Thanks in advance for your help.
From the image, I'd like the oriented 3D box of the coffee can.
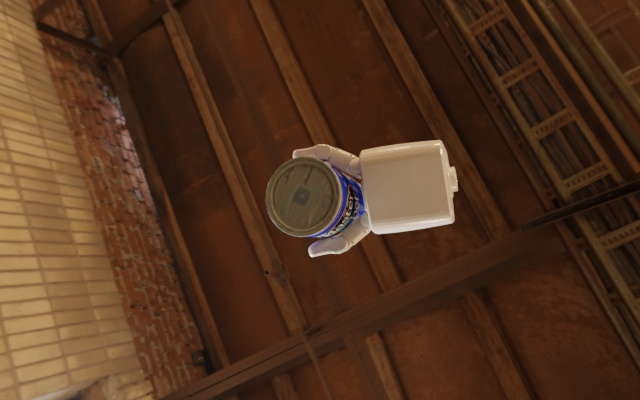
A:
[{"bbox_3d":[0.000,0.002,0.668,0.103,0.103,0.140,0,-6,20],"label":"coffee can"}]
